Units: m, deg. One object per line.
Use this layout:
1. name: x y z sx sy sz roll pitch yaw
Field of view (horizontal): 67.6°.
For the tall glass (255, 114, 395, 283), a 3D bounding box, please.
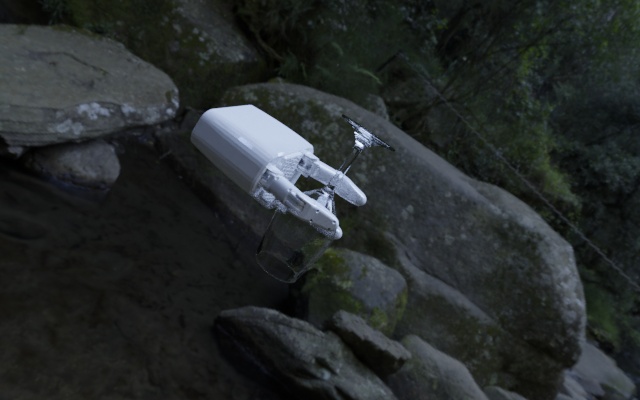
1. tall glass: 0.001 0.001 0.568 0.079 0.201 0.079 33 12 -8
